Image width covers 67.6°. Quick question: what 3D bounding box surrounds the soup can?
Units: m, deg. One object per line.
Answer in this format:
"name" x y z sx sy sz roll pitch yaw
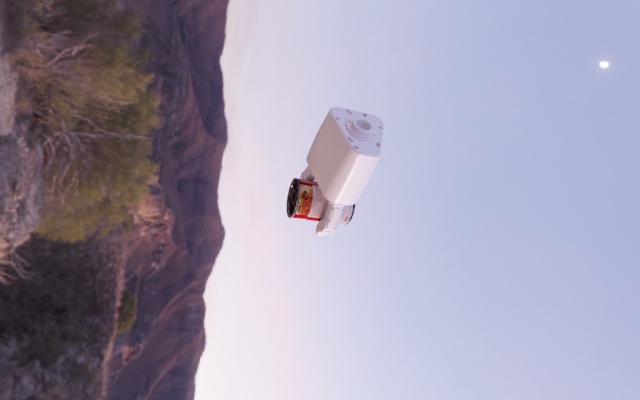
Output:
"soup can" 0.000 0.003 0.808 0.102 0.068 0.068 9 -3 -18
